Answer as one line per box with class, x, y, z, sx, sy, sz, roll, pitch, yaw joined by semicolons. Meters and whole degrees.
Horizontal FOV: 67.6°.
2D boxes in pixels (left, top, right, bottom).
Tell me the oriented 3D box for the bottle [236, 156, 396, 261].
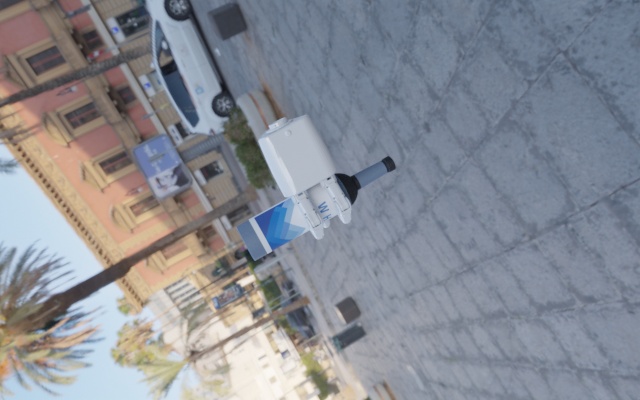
bottle;0.000;0.003;0.830;0.295;0.069;0.069;-29;5;-9
